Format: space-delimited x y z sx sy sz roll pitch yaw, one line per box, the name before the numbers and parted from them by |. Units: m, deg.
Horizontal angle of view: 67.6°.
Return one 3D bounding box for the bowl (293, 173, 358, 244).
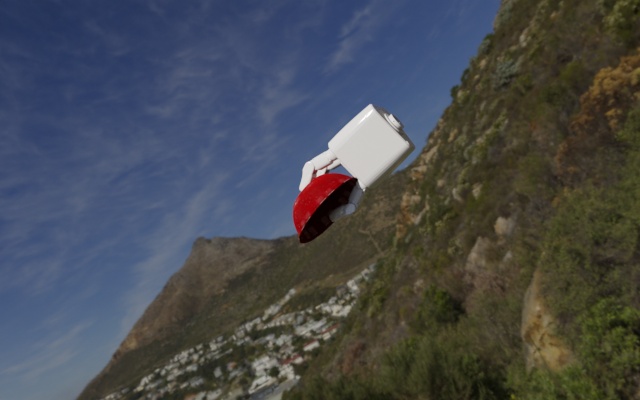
bowl | -0.001 0.004 0.888 0.055 0.162 0.162 41 14 16
